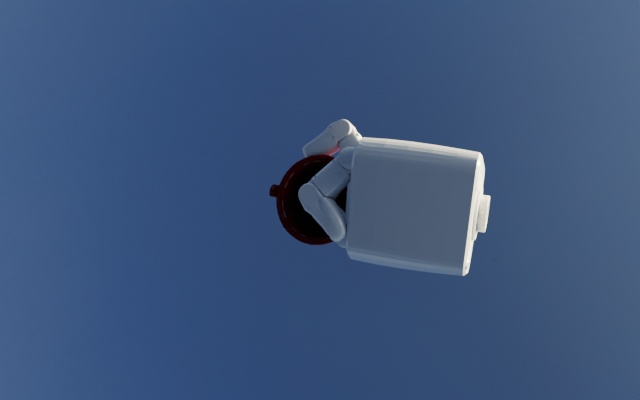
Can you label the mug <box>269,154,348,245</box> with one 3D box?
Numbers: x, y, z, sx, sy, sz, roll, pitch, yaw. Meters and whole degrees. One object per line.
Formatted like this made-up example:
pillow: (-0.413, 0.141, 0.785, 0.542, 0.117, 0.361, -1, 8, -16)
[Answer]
mug: (-0.001, 0.002, 0.527, 0.117, 0.093, 0.081, 9, -3, 22)
